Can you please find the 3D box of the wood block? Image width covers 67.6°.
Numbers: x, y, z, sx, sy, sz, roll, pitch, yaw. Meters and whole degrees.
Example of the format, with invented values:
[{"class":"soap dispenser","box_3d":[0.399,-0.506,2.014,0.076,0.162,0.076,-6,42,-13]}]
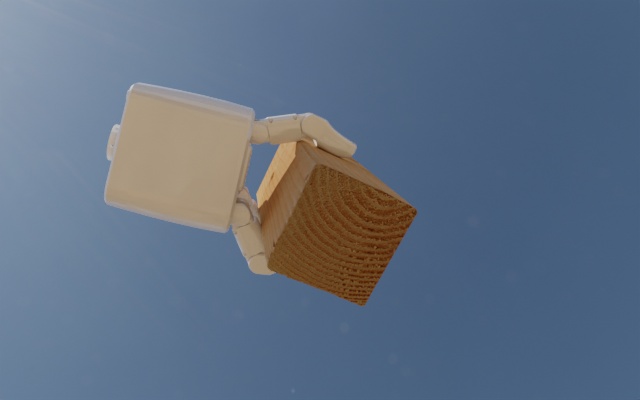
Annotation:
[{"class":"wood block","box_3d":[0.000,0.001,0.454,0.090,0.091,0.206,24,10,-15]}]
